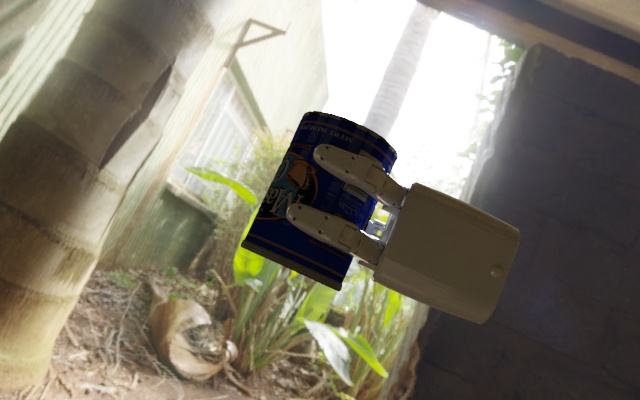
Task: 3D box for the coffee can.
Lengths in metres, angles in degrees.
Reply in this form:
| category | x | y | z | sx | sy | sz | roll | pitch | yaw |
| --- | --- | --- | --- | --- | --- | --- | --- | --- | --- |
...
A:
| category | x | y | z | sx | sy | sz | roll | pitch | yaw |
| --- | --- | --- | --- | --- | --- | --- | --- | --- | --- |
| coffee can | 0.000 | 0.002 | 0.456 | 0.103 | 0.140 | 0.103 | 24 | -9 | 4 |
